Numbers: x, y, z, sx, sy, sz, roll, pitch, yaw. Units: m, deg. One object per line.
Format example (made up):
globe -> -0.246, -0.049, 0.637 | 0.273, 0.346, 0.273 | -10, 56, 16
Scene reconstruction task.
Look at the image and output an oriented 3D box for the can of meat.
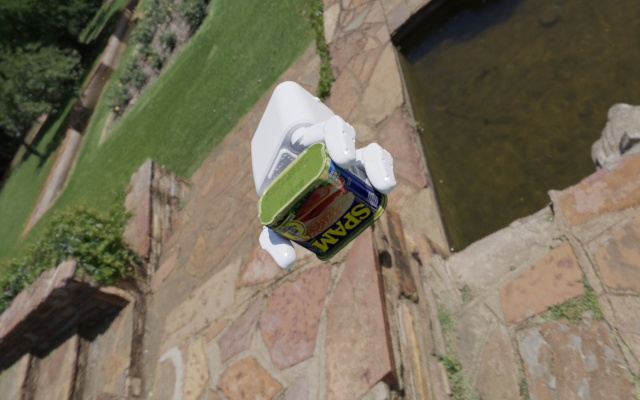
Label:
can of meat -> 0.000, 0.002, 0.473 | 0.084, 0.057, 0.102 | 32, -63, -33
